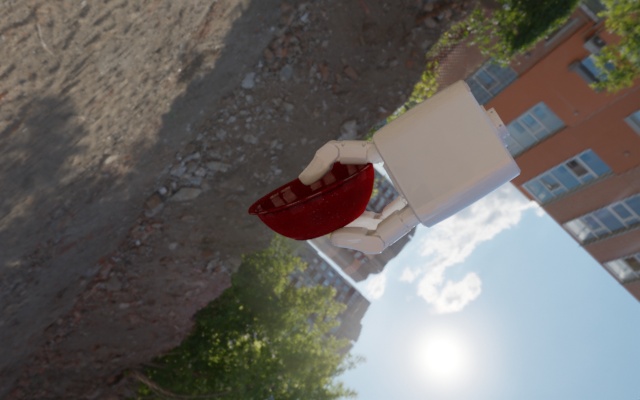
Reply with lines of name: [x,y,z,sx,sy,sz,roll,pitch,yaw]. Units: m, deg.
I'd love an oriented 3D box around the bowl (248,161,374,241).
bowl: [-0.001,0.003,0.557,0.162,0.055,0.162,-22,11,5]
